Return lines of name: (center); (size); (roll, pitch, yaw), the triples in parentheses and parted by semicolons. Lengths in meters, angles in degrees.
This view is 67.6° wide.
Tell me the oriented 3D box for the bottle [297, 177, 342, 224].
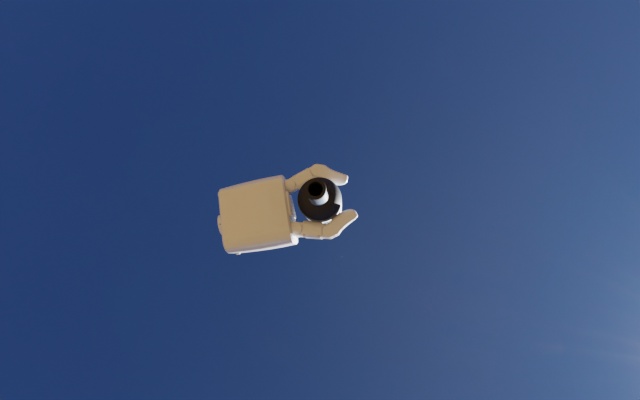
bottle: (0.000, 0.002, 0.750); (0.069, 0.069, 0.296); (0, -7, 3)
